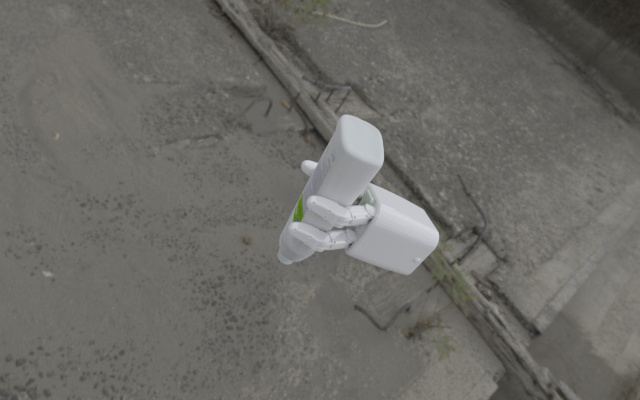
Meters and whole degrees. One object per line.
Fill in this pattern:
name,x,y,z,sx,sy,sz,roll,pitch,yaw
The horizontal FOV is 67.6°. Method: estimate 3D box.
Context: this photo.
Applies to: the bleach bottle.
bleach bottle,0.000,0.002,0.702,0.068,0.251,0.102,22,38,-16
